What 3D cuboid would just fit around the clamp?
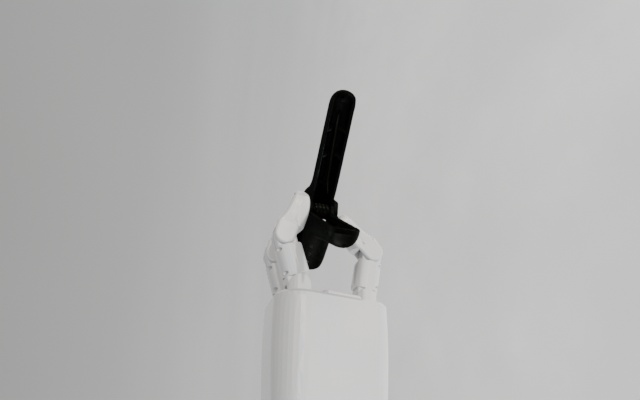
[{"bbox_3d":[0.001,0.002,0.494,0.036,0.164,0.210,10,-27,-11],"label":"clamp"}]
